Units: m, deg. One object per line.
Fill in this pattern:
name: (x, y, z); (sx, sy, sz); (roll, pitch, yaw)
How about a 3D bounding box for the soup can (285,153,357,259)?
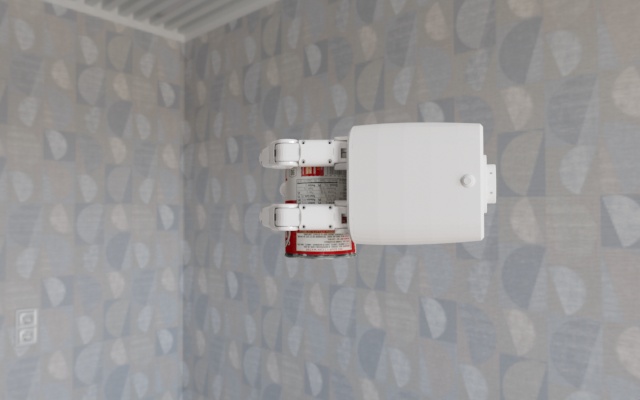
soup can: (0.000, 0.001, 0.449); (0.068, 0.102, 0.068); (0, -1, 0)
